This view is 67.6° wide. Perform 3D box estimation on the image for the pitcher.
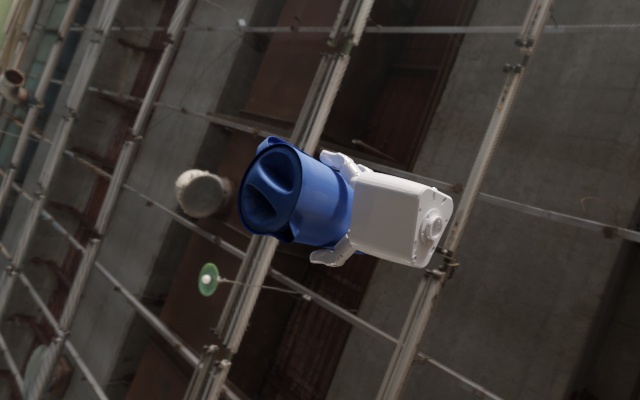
[{"bbox_3d":[0.000,0.003,0.747,0.145,0.149,0.243,15,-4,44],"label":"pitcher"}]
